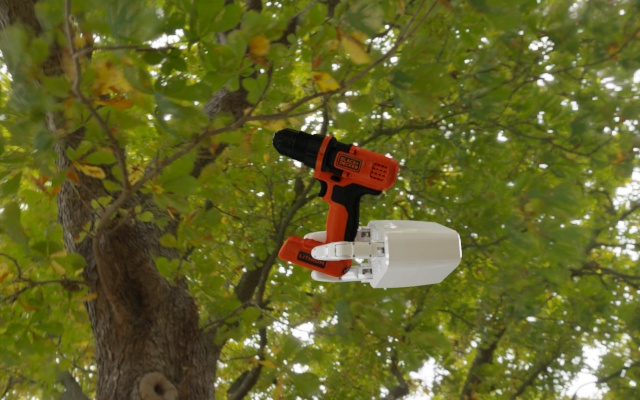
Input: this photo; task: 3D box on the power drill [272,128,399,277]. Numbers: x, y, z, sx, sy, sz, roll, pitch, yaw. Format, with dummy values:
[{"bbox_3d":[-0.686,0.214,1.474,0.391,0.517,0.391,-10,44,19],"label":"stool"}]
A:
[{"bbox_3d":[0.000,0.003,0.683,0.184,0.188,0.057,18,11,10],"label":"power drill"}]
